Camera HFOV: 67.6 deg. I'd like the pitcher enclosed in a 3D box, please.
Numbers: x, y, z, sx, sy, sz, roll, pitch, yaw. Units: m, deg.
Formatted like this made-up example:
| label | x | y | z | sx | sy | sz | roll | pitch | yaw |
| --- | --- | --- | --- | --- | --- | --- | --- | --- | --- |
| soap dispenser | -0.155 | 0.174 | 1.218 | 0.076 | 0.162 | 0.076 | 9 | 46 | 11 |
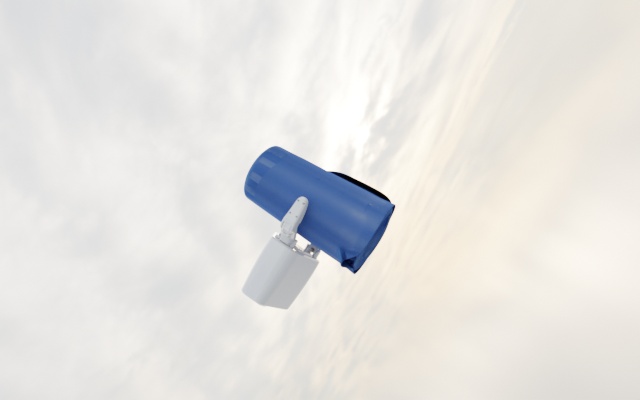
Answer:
| label | x | y | z | sx | sy | sz | roll | pitch | yaw |
| --- | --- | --- | --- | --- | --- | --- | --- | --- | --- |
| pitcher | 0.000 | 0.003 | 0.817 | 0.243 | 0.145 | 0.149 | 31 | 0 | 13 |
